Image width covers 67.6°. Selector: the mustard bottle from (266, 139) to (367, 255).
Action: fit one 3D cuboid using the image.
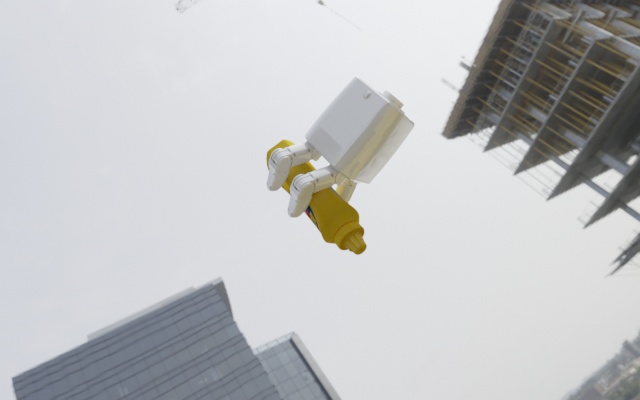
[{"bbox_3d":[0.000,0.002,0.650,0.058,0.191,0.096,-37,-34,-7],"label":"mustard bottle"}]
